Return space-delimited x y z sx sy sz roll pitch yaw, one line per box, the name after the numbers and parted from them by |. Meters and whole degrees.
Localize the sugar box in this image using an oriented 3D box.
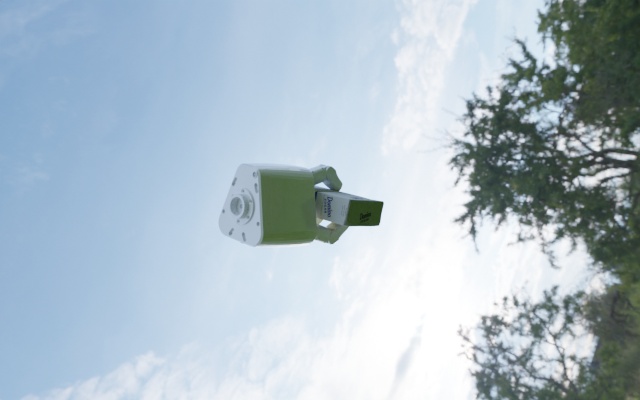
0.000 0.003 0.749 0.176 0.048 0.093 18 9 39 | sugar box
